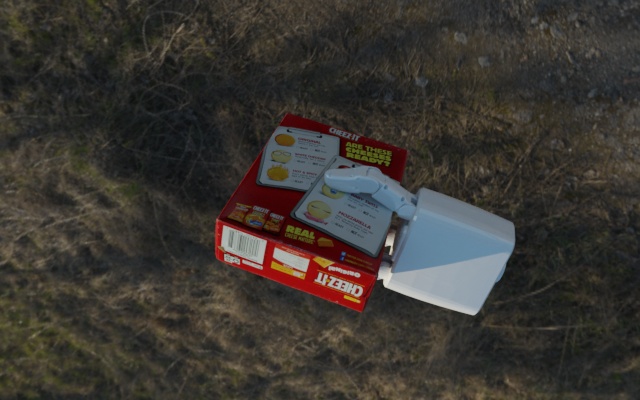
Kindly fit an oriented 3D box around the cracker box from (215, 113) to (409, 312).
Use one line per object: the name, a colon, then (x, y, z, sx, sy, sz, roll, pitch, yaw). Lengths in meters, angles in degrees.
cracker box: (0.000, 0.002, 0.542, 0.164, 0.072, 0.213, 18, 42, 4)
